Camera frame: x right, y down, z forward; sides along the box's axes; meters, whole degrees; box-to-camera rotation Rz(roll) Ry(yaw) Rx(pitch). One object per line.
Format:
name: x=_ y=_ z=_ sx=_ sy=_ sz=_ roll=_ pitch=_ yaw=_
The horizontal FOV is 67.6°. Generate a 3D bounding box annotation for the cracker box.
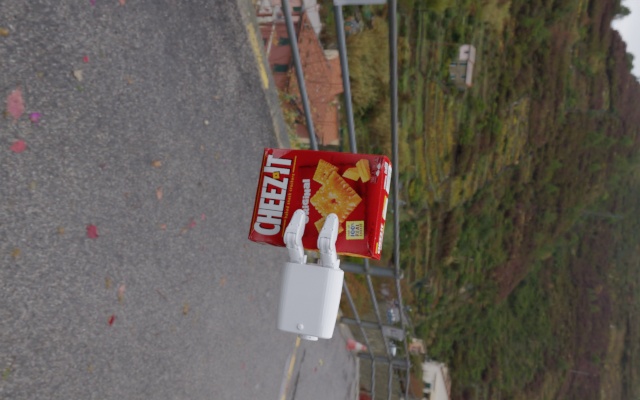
cracker box: x=0.000 y=0.003 z=0.790 sx=0.213 sy=0.164 sz=0.072 roll=6 pitch=-11 yaw=17
